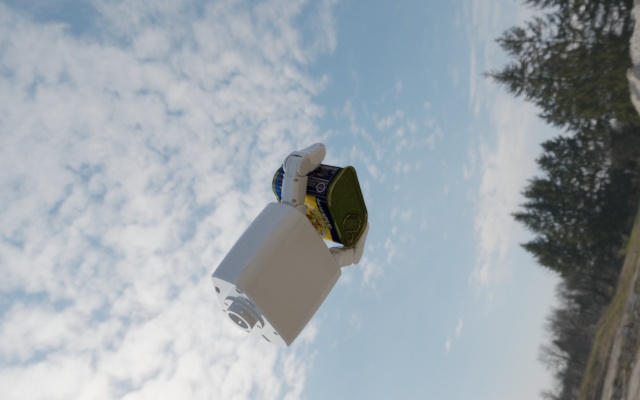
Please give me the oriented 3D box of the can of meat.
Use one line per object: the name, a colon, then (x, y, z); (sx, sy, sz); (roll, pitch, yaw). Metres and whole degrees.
can of meat: (0.000, 0.002, 0.560); (0.084, 0.102, 0.057); (13, 52, 32)
